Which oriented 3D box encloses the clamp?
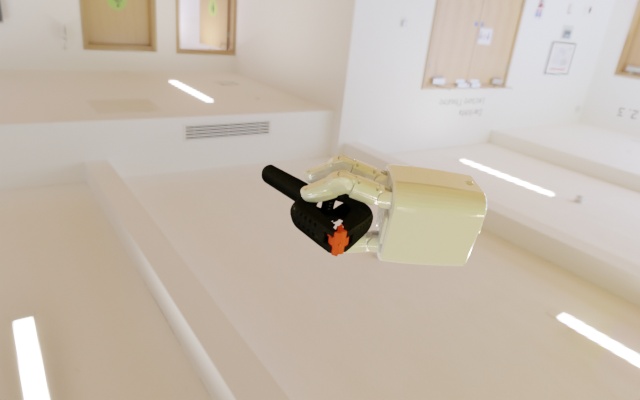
[{"bbox_3d":[0.000,0.003,0.577,0.164,0.036,0.210,6,23,-1],"label":"clamp"}]
